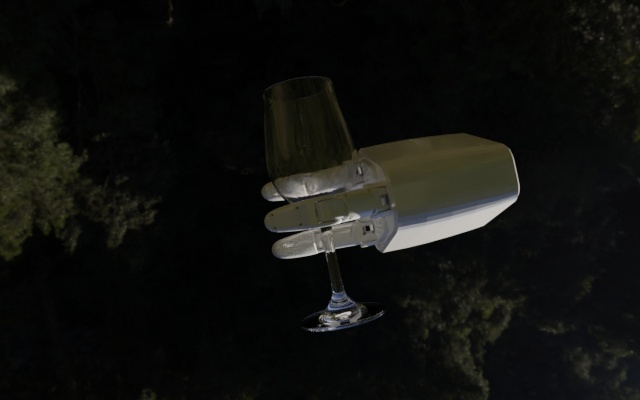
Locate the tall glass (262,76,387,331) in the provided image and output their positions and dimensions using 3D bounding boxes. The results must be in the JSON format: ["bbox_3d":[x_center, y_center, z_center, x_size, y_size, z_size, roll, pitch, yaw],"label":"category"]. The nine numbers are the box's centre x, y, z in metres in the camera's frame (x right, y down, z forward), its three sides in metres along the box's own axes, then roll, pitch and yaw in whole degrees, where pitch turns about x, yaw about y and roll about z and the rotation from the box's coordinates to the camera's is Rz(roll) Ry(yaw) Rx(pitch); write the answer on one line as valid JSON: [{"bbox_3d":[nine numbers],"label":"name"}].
[{"bbox_3d":[0.000,0.002,0.407,0.079,0.201,0.079,-12,-1,0],"label":"tall glass"}]
